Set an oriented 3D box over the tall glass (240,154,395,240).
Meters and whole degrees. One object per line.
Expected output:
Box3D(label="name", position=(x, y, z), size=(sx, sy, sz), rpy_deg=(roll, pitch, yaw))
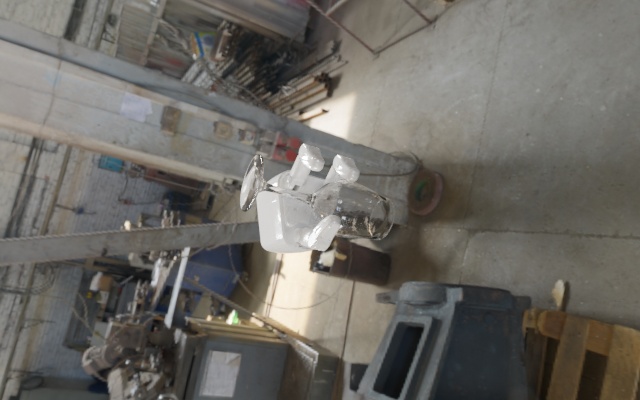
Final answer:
Box3D(label="tall glass", position=(0.000, 0.002, 0.638), size=(0.201, 0.079, 0.079), rpy_deg=(16, -7, -24))
